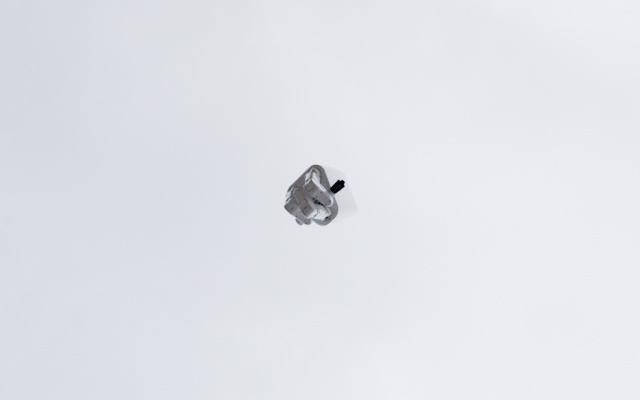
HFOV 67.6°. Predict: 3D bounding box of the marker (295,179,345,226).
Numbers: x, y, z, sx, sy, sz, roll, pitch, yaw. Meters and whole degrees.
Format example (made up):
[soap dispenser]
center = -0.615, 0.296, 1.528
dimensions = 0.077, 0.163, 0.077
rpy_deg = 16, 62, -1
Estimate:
[marker]
center = 0.000, 0.003, 0.882
dimensions = 0.121, 0.020, 0.020
rpy_deg = -42, -18, 20
